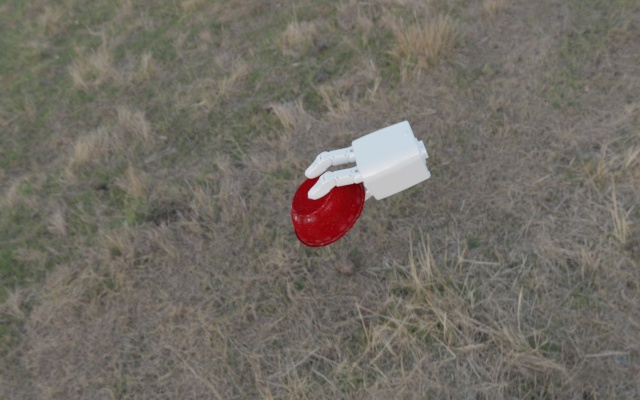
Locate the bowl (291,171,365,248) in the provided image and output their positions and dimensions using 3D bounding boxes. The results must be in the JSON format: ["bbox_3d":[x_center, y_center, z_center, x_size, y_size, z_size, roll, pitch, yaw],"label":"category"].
[{"bbox_3d":[-0.001,0.003,0.875,0.162,0.162,0.055,0,-31,43],"label":"bowl"}]
